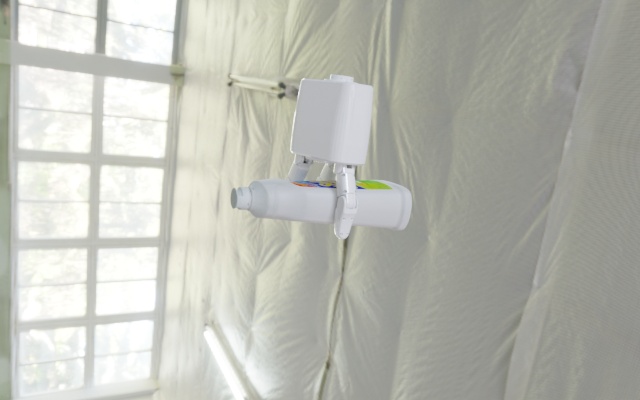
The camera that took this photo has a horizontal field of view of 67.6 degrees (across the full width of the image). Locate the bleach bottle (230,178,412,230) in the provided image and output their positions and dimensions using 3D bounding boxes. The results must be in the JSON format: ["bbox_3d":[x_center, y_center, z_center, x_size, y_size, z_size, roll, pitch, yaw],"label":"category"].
[{"bbox_3d":[0.000,0.002,0.679,0.251,0.068,0.102,2,13,-29],"label":"bleach bottle"}]
